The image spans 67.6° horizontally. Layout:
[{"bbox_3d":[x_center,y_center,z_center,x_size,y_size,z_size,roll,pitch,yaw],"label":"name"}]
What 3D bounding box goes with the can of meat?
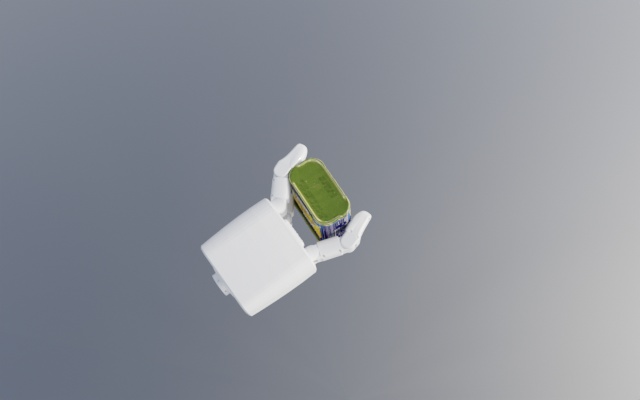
[{"bbox_3d":[0.000,0.002,0.653,0.057,0.102,0.084,-31,-21,-8],"label":"can of meat"}]
